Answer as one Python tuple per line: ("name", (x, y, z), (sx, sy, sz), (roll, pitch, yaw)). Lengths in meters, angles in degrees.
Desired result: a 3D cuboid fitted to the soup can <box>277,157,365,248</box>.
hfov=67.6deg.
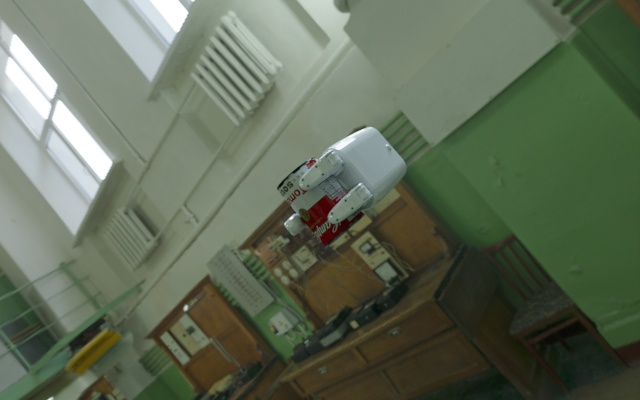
("soup can", (0.000, 0.002, 0.626), (0.068, 0.102, 0.068), (-40, -3, -3))
